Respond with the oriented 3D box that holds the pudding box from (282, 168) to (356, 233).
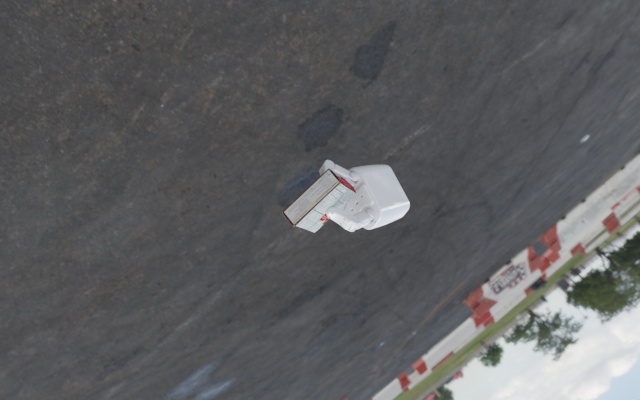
[{"bbox_3d":[0.000,0.003,0.825,0.039,0.113,0.090,49,9,24],"label":"pudding box"}]
